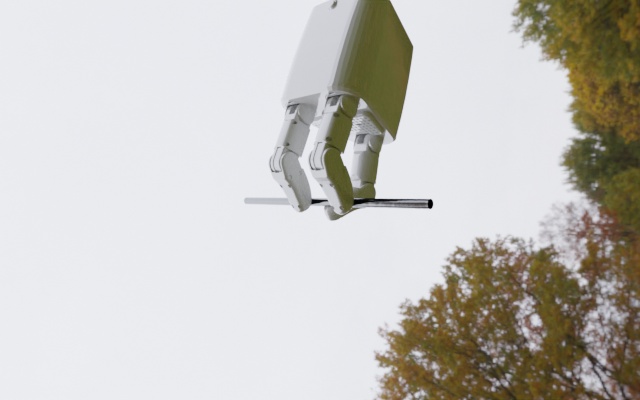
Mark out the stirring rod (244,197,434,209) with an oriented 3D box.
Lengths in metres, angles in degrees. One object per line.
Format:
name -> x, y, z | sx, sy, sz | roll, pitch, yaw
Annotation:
stirring rod -> 0.000, 0.001, 0.444 | 0.011, 0.011, 0.239 | 0, 0, -43
